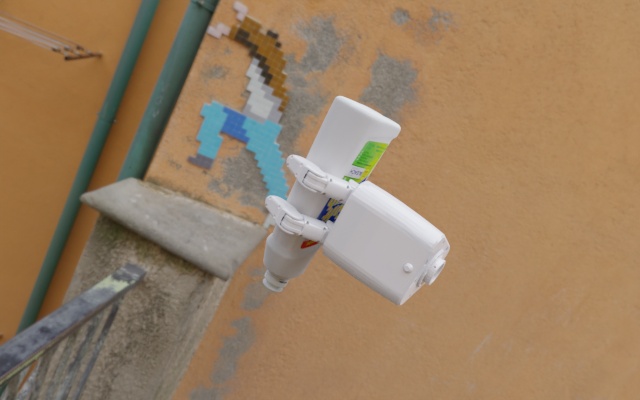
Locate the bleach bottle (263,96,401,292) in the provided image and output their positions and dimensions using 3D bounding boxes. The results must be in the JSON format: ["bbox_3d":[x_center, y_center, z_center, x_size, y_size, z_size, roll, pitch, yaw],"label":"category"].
[{"bbox_3d":[0.000,0.002,0.587,0.068,0.251,0.102,35,17,24],"label":"bleach bottle"}]
